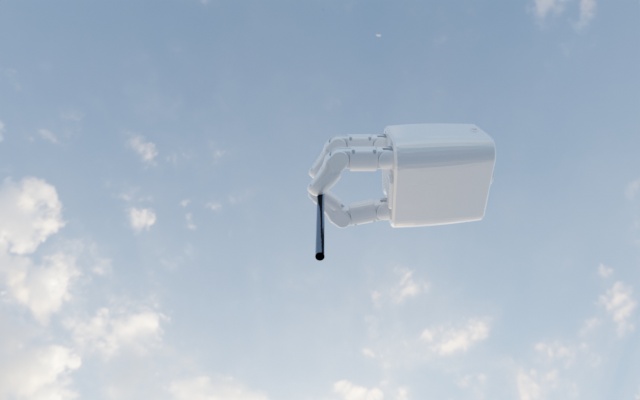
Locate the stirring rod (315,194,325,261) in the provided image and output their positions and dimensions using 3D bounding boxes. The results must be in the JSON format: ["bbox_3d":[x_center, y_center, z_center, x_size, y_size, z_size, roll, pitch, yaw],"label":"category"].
[{"bbox_3d":[0.000,0.002,0.504,0.011,0.011,0.239,0,22,0],"label":"stirring rod"}]
